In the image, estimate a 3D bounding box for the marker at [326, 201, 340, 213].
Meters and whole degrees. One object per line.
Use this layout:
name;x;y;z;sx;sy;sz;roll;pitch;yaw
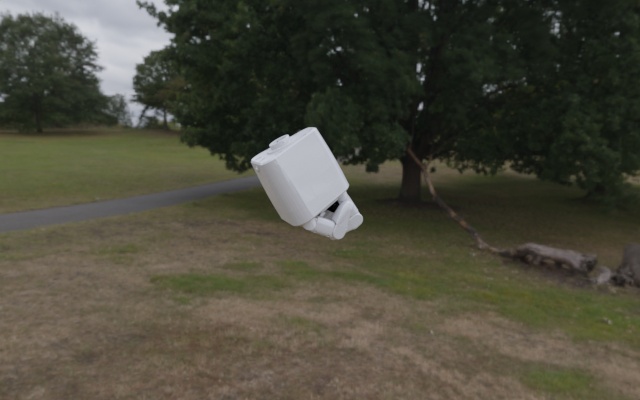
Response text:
marker;0.000;0.003;0.771;0.020;0.020;0.121;0;7;-22
